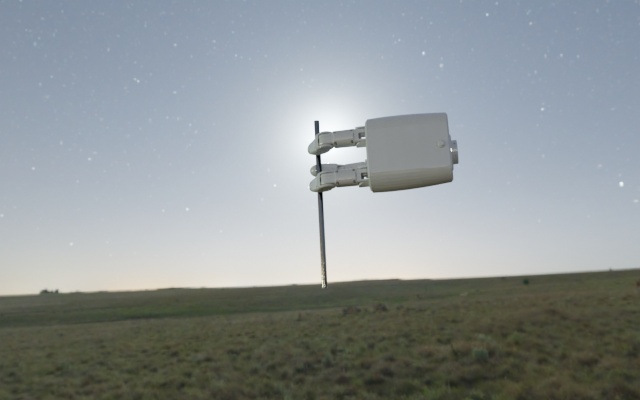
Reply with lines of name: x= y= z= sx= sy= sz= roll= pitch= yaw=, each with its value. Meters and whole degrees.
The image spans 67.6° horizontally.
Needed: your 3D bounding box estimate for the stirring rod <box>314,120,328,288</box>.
stirring rod: x=0.000 y=0.002 z=0.677 sx=0.011 sy=0.239 sz=0.011 roll=-3 pitch=-10 yaw=0
